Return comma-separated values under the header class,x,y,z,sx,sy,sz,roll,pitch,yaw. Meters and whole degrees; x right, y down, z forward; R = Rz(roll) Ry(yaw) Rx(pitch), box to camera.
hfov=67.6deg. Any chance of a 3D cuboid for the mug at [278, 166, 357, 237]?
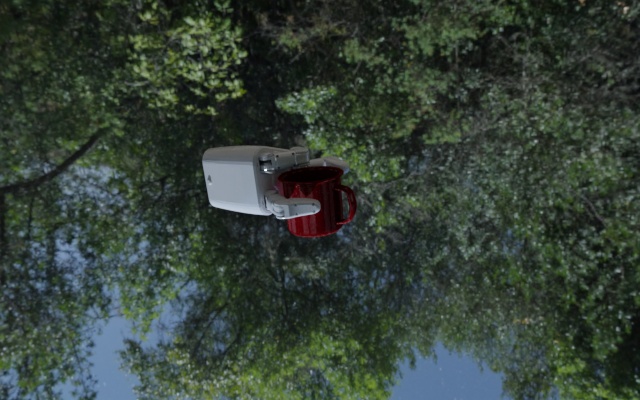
class,x,y,z,sx,sy,sz,roll,pitch,yaw
mug,0.001,0.003,0.674,0.117,0.081,0.093,6,21,33
